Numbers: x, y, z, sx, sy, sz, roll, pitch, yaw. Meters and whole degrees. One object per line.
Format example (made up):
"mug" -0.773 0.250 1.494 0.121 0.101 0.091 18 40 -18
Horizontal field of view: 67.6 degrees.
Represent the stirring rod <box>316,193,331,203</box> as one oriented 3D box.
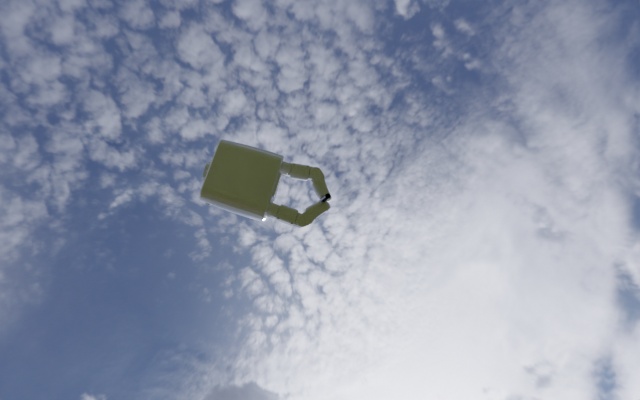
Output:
"stirring rod" 0.000 0.003 0.794 0.011 0.011 0.239 0 -4 -5
